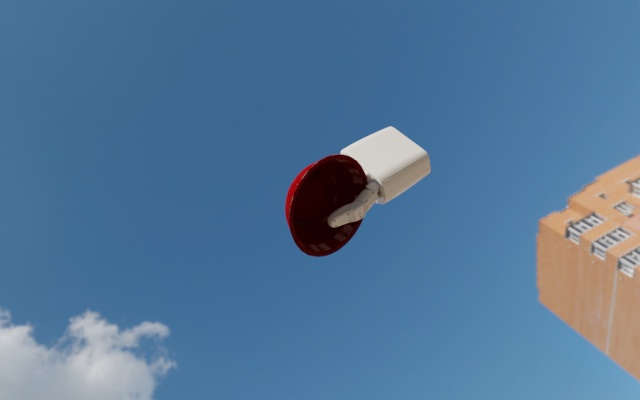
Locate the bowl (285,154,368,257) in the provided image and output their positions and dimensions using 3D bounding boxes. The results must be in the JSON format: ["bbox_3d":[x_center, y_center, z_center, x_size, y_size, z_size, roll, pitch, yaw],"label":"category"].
[{"bbox_3d":[-0.001,0.003,0.736,0.162,0.162,0.055,0,16,-44],"label":"bowl"}]
